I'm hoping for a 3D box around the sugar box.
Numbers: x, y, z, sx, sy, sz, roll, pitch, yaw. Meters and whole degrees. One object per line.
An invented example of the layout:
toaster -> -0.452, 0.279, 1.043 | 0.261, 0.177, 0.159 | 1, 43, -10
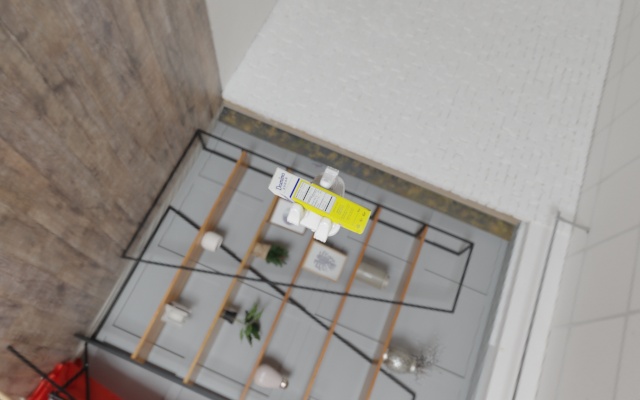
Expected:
sugar box -> 0.000, 0.003, 0.833 | 0.176, 0.048, 0.093 | 23, -5, 5
